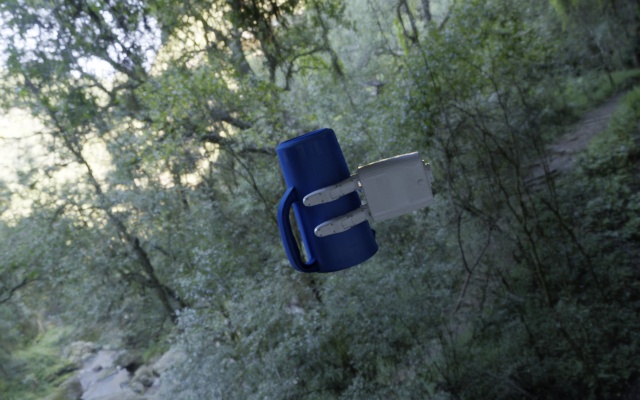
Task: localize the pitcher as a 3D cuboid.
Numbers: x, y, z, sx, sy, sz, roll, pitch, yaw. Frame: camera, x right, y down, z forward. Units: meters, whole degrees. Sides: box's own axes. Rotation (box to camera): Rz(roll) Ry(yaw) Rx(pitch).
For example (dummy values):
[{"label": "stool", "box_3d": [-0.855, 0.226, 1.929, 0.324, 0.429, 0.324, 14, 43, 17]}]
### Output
[{"label": "pitcher", "box_3d": [0.000, 0.003, 0.856, 0.145, 0.243, 0.149, -16, 11, 14]}]
